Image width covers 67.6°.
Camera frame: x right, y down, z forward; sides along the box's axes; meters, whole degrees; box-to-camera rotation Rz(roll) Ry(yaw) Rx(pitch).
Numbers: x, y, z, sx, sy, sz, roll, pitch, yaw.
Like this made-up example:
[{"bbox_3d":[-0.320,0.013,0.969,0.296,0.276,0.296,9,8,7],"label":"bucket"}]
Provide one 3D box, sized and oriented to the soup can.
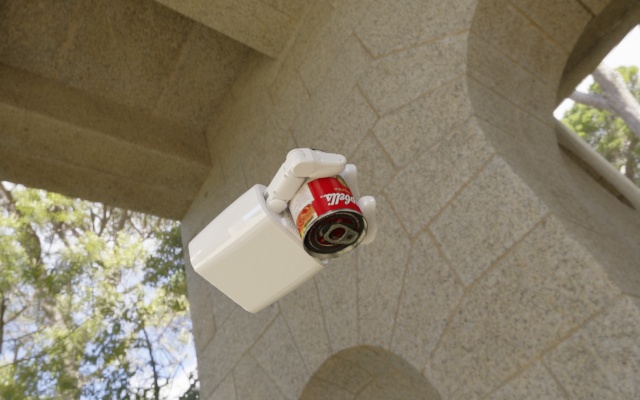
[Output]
[{"bbox_3d":[0.000,0.001,0.503,0.068,0.068,0.102,0,41,-23],"label":"soup can"}]
